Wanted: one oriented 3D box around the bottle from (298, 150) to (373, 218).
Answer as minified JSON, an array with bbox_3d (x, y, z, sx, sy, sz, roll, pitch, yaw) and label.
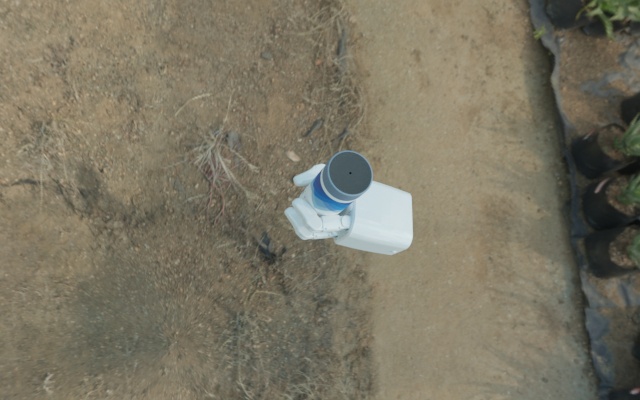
[{"bbox_3d":[0.000,0.002,0.786,0.069,0.069,0.296,0,-16,-17],"label":"bottle"}]
